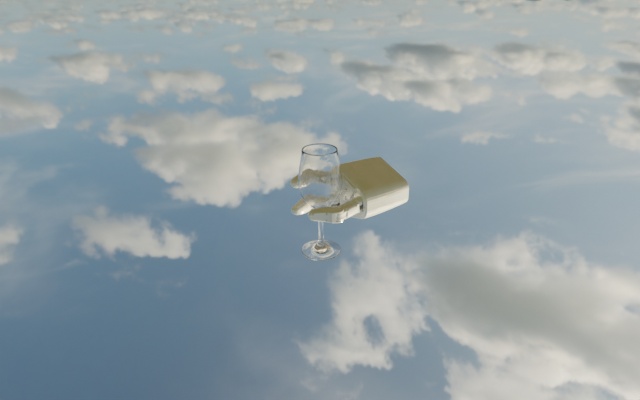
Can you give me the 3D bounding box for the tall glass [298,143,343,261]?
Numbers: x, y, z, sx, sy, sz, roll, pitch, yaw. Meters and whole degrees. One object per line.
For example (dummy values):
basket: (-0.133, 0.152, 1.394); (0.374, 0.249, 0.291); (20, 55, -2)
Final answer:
tall glass: (0.000, 0.003, 0.851); (0.079, 0.201, 0.079); (-1, 26, 1)
